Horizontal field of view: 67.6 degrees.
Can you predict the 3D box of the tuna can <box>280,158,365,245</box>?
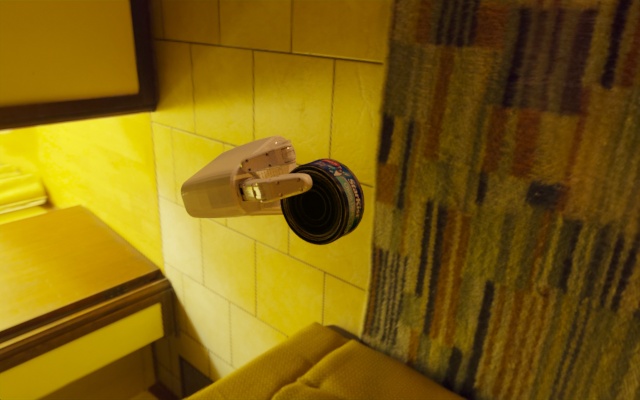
[{"bbox_3d":[0.000,0.002,0.490,0.086,0.086,0.033,0,14,36],"label":"tuna can"}]
